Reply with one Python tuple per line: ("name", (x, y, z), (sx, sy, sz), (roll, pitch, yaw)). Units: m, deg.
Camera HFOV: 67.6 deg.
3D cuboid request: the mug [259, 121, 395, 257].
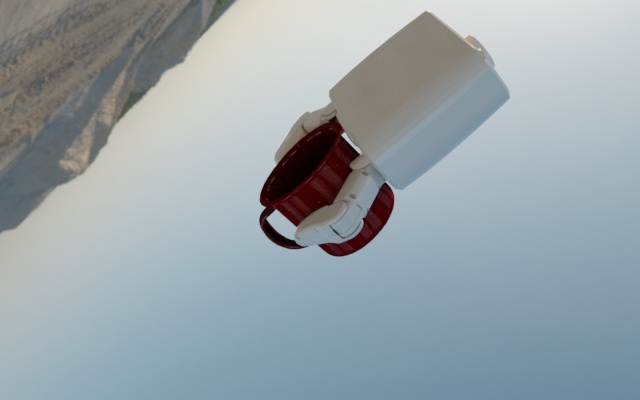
("mug", (-0.001, 0.002, 0.412), (0.117, 0.081, 0.093), (-40, 23, 17))
